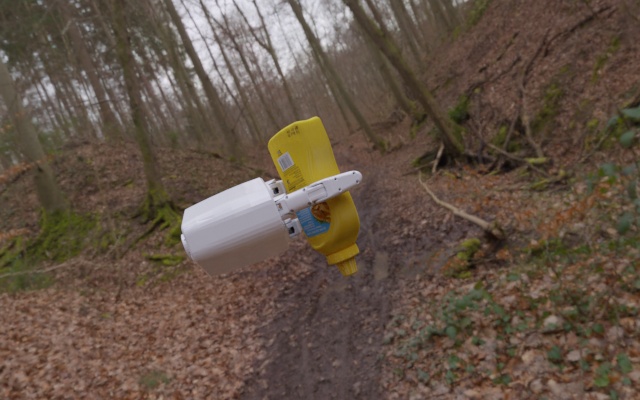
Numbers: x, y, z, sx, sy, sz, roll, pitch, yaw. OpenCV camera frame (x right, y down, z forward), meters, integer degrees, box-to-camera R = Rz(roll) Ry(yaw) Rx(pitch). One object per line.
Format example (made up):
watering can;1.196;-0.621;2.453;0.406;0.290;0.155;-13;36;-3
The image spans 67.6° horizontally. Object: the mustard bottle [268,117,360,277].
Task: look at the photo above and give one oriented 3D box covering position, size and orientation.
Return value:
mustard bottle;0.000;0.002;0.585;0.058;0.191;0.096;-21;-2;-33
